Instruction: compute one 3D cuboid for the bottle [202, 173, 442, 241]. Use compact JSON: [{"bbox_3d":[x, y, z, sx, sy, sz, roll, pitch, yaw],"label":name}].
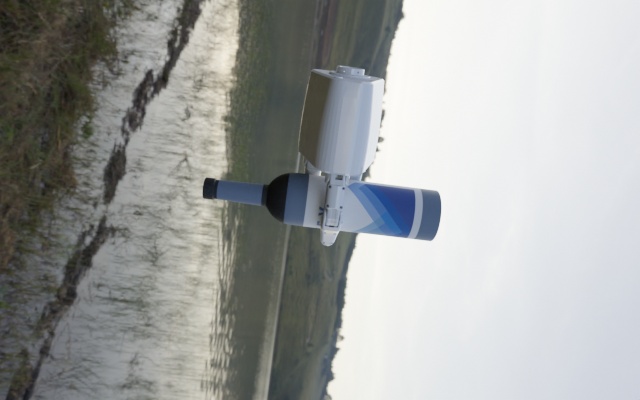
[{"bbox_3d":[0.000,0.002,0.608,0.296,0.069,0.069,7,0,-3],"label":"bottle"}]
